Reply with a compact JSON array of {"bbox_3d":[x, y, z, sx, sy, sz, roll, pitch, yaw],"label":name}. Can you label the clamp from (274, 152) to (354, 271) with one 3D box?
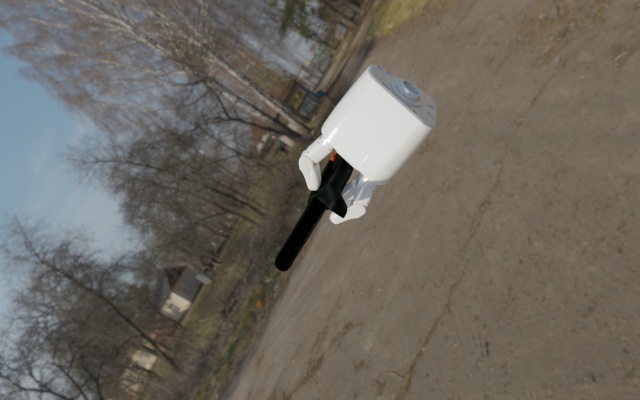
[{"bbox_3d":[0.000,0.001,0.706,0.036,0.165,0.209,35,35,-12],"label":"clamp"}]
